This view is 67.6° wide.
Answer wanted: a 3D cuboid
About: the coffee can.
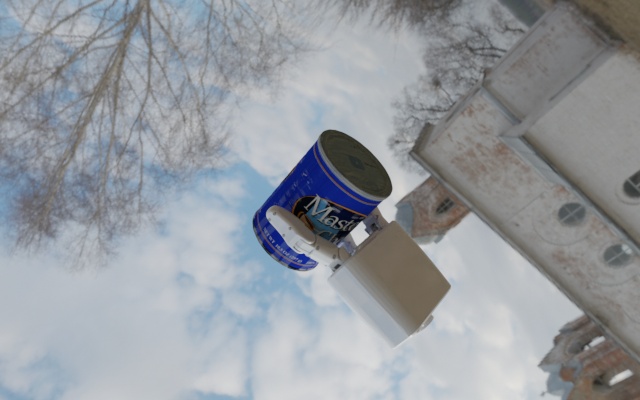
[{"bbox_3d":[0.000,0.002,0.562,0.103,0.102,0.140,0,-40,-50],"label":"coffee can"}]
